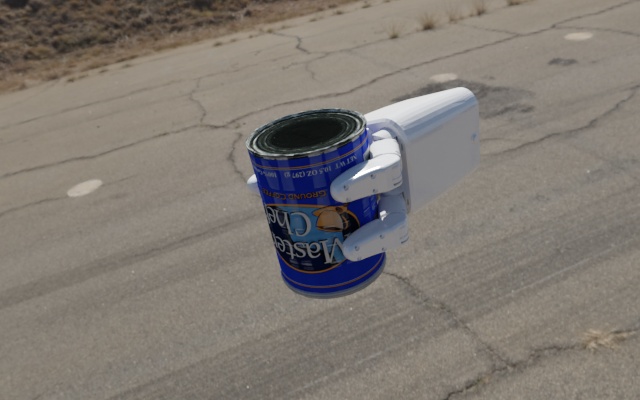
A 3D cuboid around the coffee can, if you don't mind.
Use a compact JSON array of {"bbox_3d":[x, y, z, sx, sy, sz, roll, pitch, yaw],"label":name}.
[{"bbox_3d":[0.000,0.002,0.429,0.103,0.140,0.102,-9,28,5],"label":"coffee can"}]
